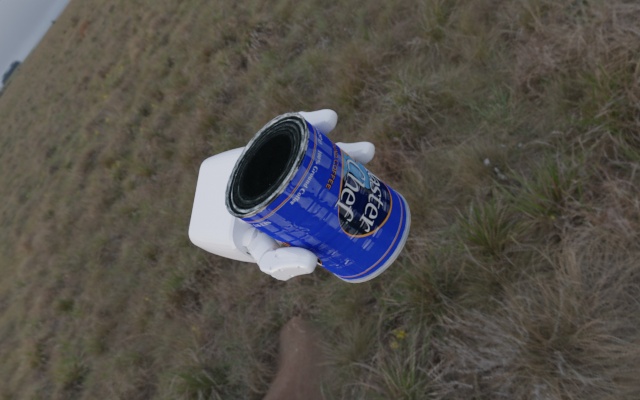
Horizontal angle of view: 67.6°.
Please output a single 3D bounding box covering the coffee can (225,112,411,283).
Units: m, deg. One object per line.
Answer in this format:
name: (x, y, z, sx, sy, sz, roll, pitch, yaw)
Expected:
coffee can: (0.000, 0.002, 0.437, 0.140, 0.102, 0.103, 35, -21, -34)
